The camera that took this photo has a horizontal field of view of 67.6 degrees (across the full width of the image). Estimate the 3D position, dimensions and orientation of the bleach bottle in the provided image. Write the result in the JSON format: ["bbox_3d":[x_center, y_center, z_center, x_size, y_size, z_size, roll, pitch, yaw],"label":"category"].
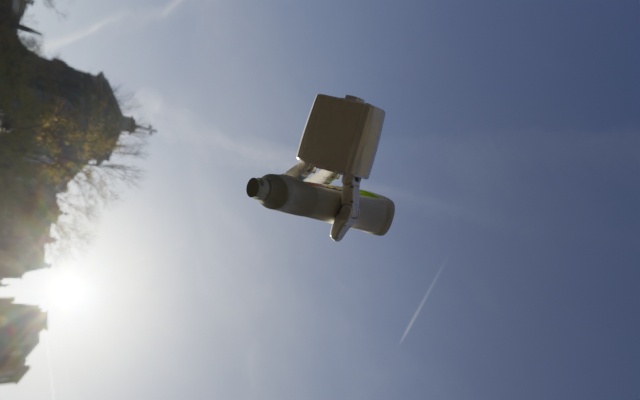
[{"bbox_3d":[0.000,0.002,0.733,0.251,0.068,0.102,11,7,-45],"label":"bleach bottle"}]
